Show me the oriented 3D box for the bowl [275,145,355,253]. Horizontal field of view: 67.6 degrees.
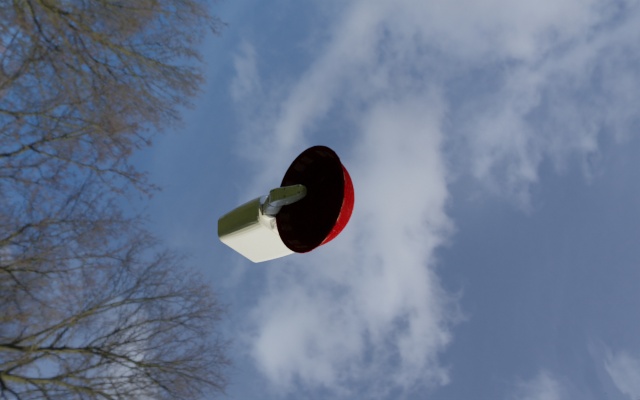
[{"bbox_3d":[0.001,0.002,0.711,0.055,0.162,0.162,15,-9,-37],"label":"bowl"}]
